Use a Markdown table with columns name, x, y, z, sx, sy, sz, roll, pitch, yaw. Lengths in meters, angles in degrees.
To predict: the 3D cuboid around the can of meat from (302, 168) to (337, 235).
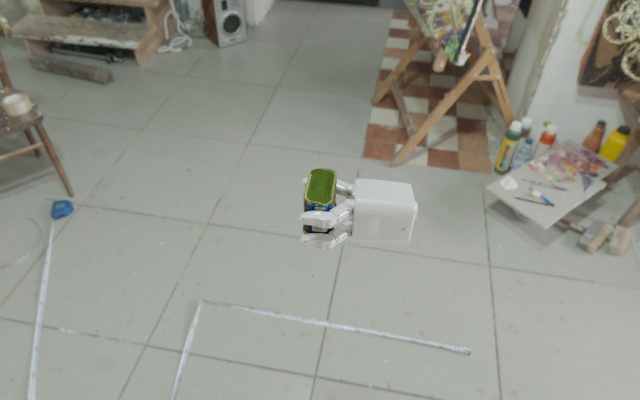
| name | x | y | z | sx | sy | sz | roll | pitch | yaw |
| --- | --- | --- | --- | --- | --- | --- | --- | --- | --- |
| can of meat | 0.000 | 0.003 | 0.867 | 0.057 | 0.084 | 0.102 | 6 | 43 | 5 |
